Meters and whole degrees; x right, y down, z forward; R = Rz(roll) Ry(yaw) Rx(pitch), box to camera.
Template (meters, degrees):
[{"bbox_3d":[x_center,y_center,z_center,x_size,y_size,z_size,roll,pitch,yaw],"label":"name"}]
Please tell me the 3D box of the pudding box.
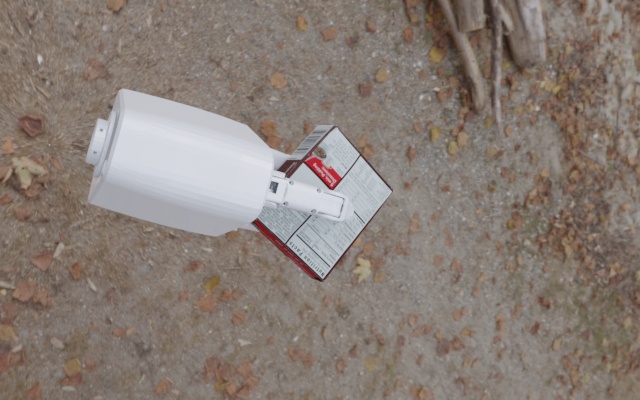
[{"bbox_3d":[0.000,0.001,0.427,0.090,0.113,0.039,47,-15,-22],"label":"pudding box"}]
